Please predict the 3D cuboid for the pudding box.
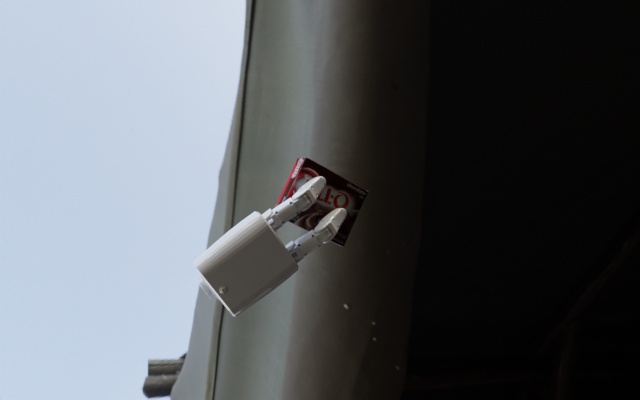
[{"bbox_3d":[0.000,0.002,0.680,0.113,0.090,0.039,27,-6,-25],"label":"pudding box"}]
